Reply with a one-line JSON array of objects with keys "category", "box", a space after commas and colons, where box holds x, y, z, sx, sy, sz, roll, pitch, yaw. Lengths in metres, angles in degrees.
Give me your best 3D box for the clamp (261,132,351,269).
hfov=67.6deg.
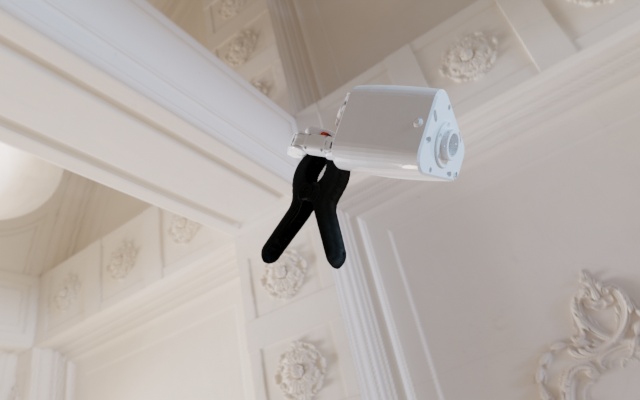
[{"category": "clamp", "box": [0.000, 0.002, 0.553, 0.120, 0.171, 0.039, 11, -13, 38]}]
